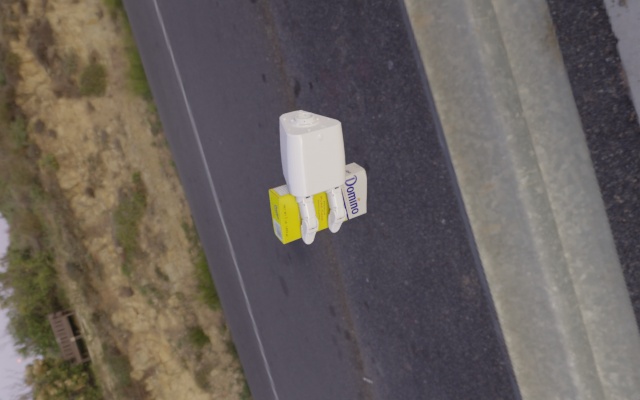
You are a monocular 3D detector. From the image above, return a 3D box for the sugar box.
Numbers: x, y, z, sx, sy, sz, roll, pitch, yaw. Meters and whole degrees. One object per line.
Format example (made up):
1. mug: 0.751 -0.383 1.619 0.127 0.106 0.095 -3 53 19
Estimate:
1. sugar box: 0.000 0.003 0.840 0.176 0.093 0.048 -19 34 -23
